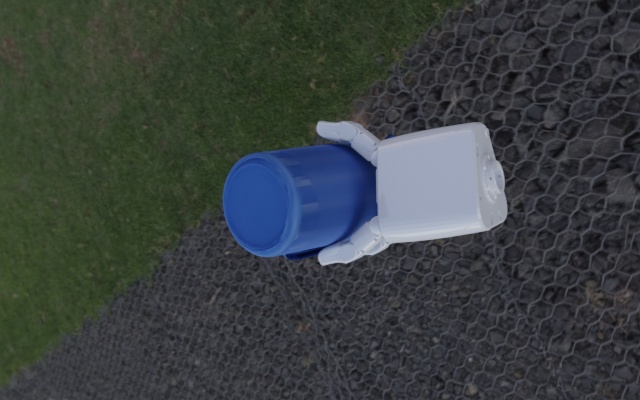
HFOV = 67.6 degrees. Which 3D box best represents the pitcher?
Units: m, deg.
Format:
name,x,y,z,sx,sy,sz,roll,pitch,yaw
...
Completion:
name,x,y,z,sx,sy,sz,roll,pitch,yaw
pitcher,0.000,0.002,0.580,0.145,0.149,0.243,-7,2,36
